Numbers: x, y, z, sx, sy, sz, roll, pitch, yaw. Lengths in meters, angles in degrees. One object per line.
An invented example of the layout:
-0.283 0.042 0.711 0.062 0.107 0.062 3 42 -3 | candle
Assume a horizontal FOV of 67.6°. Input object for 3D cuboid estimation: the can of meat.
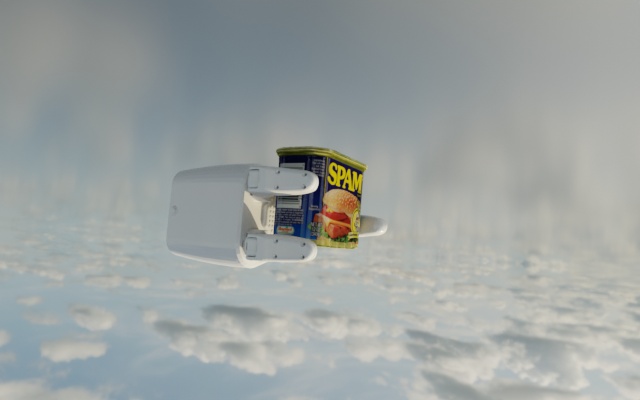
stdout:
0.000 0.002 0.445 0.057 0.084 0.102 2 -6 30 | can of meat
